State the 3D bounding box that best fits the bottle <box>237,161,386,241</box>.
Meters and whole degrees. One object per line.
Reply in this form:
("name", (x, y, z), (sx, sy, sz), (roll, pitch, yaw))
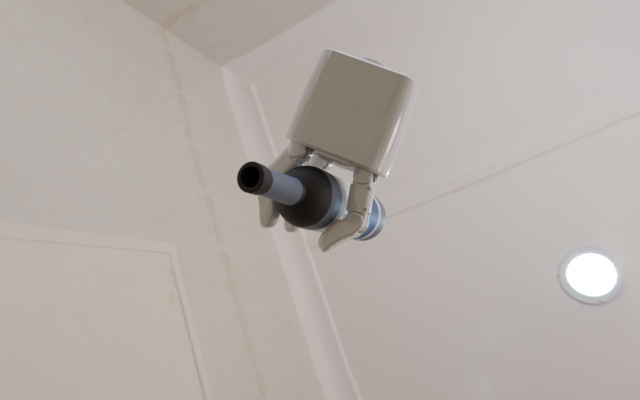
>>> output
("bottle", (0.000, 0.002, 0.534), (0.069, 0.069, 0.296), (0, -8, 24))
